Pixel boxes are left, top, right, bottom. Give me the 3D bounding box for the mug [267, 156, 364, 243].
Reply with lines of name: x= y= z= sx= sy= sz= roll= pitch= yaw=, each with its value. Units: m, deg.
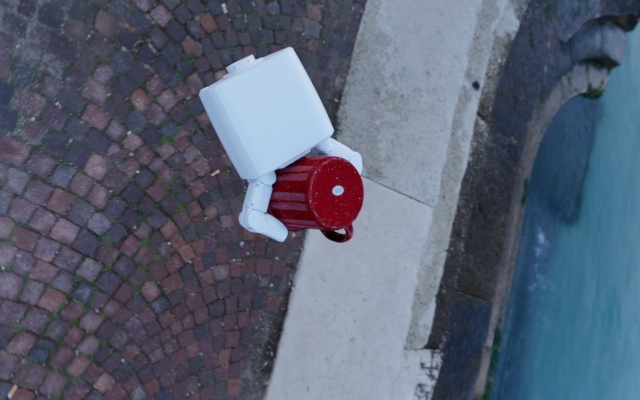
mug: x=0.001 y=0.003 z=0.549 sx=0.093 sy=0.117 sz=0.081 roll=-40 pitch=24 yaw=-30
